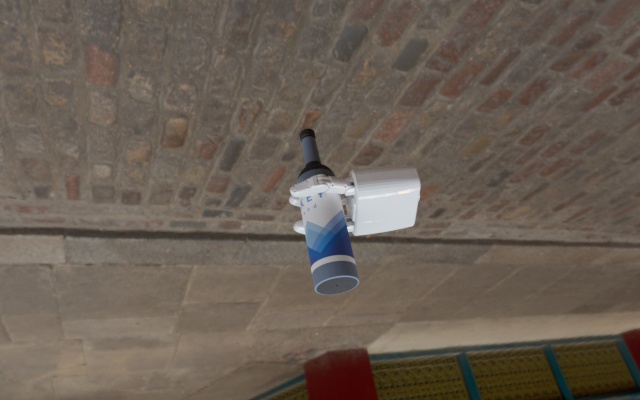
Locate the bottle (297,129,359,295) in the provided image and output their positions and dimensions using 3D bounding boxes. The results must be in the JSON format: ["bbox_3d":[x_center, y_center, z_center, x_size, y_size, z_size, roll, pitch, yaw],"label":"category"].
[{"bbox_3d":[0.000,0.003,0.773,0.069,0.295,0.069,-8,-32,-5],"label":"bottle"}]
